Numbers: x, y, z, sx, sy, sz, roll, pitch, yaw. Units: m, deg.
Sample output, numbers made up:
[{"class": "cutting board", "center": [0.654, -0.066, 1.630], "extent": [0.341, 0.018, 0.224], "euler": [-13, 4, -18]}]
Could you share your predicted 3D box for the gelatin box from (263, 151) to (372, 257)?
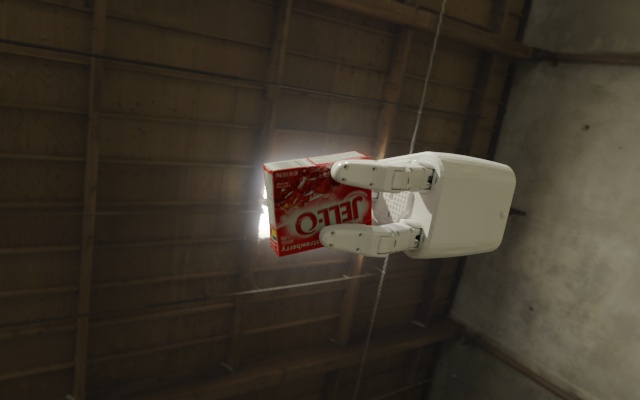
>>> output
[{"class": "gelatin box", "center": [0.000, 0.001, 0.401], "extent": [0.089, 0.073, 0.030], "euler": [-10, 20, -21]}]
